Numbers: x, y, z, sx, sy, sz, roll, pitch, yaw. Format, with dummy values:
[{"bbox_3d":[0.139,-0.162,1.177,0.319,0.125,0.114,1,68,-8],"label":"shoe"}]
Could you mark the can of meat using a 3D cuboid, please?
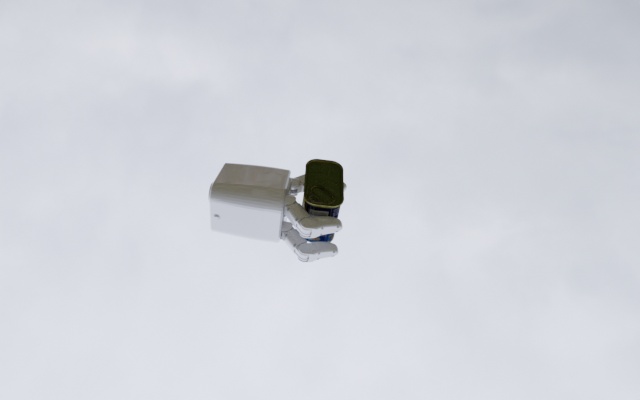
[{"bbox_3d":[0.000,0.003,0.715,0.057,0.084,0.102,6,43,-4],"label":"can of meat"}]
